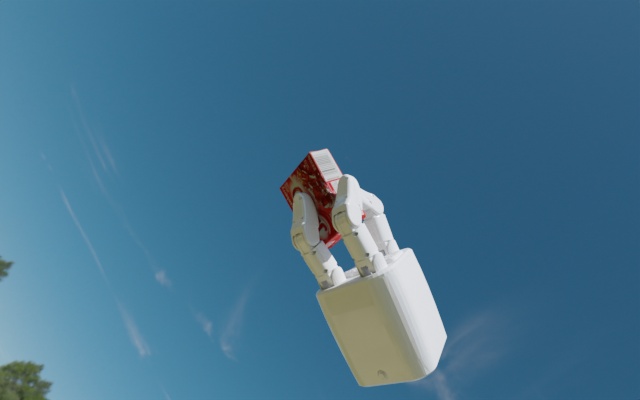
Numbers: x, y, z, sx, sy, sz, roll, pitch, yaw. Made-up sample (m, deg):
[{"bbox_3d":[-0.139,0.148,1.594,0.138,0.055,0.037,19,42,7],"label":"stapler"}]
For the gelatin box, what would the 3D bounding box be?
[{"bbox_3d":[0.000,0.001,0.514,0.030,0.089,0.073,-15,-20,-40],"label":"gelatin box"}]
